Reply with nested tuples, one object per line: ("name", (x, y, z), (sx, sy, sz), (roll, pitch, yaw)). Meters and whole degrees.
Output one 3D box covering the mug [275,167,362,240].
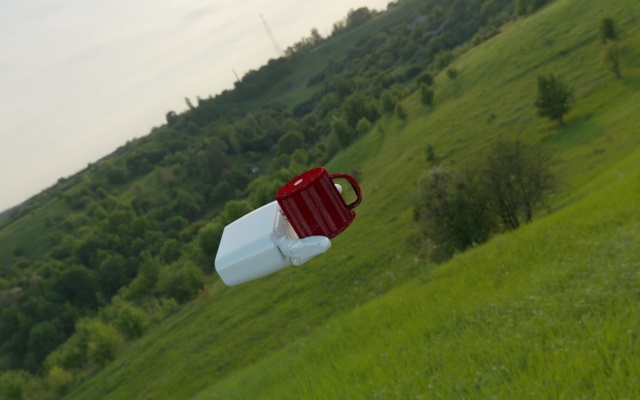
("mug", (0.001, 0.001, 0.663), (0.117, 0.081, 0.093), (-25, 16, 19))
